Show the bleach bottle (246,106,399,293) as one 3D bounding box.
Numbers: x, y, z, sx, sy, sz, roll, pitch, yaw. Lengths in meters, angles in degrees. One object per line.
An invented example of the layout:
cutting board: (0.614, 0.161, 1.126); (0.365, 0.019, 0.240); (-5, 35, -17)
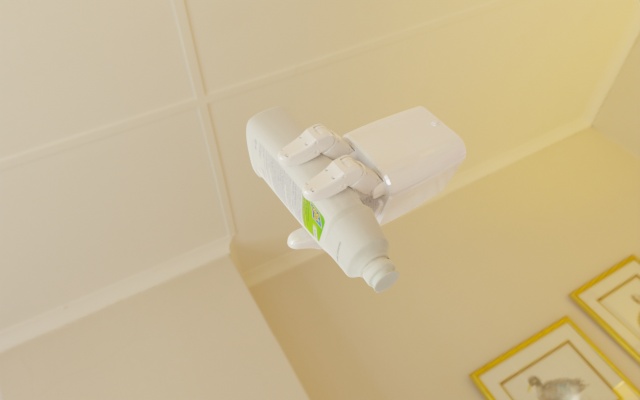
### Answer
bleach bottle: (0.000, 0.002, 0.523); (0.068, 0.103, 0.250); (-25, 52, -16)
